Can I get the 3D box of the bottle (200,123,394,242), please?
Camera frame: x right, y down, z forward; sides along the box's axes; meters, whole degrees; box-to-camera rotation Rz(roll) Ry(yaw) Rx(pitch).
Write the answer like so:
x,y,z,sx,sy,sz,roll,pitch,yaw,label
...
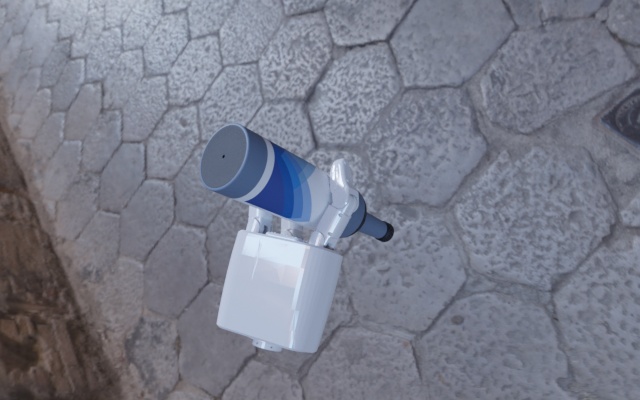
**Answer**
x,y,z,sx,sy,sz,roll,pitch,yaw,label
0.000,0.002,0.545,0.069,0.069,0.296,0,-17,39,bottle
